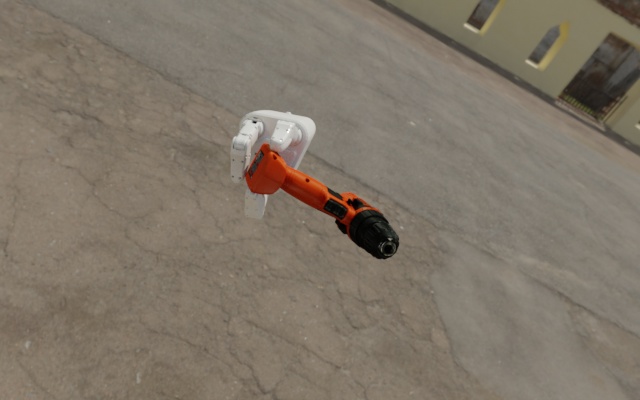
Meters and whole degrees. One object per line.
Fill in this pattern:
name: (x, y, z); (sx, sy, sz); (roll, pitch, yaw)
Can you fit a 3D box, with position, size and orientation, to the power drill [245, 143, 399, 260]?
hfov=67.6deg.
power drill: (0.000, 0.002, 0.609); (0.188, 0.057, 0.184); (30, 5, -19)
